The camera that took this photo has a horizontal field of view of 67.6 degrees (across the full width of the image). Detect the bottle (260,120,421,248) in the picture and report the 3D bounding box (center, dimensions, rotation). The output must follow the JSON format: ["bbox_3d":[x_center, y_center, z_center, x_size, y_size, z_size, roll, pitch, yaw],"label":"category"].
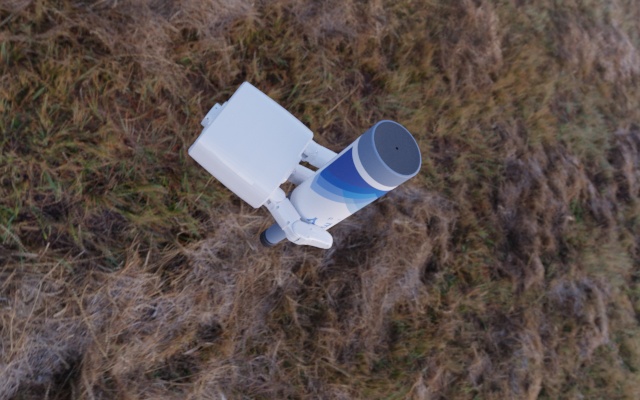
[{"bbox_3d":[0.000,0.002,0.600,0.069,0.069,0.296,0,-22,-35],"label":"bottle"}]
